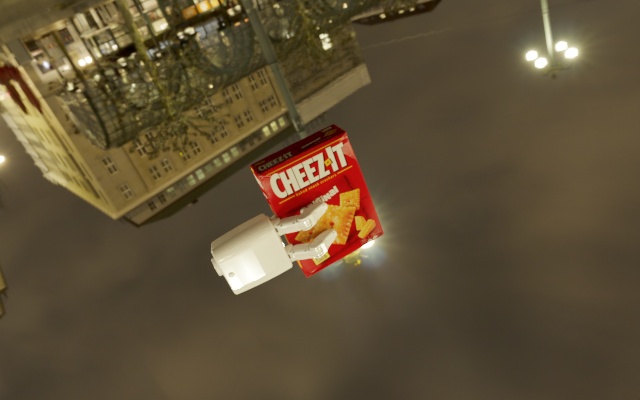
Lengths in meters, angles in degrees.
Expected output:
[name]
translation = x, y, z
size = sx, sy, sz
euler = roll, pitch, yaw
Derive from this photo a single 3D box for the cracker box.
[cracker box]
translation = 0.000, 0.003, 0.826
size = 0.164, 0.214, 0.072
euler = -28, 27, -9
